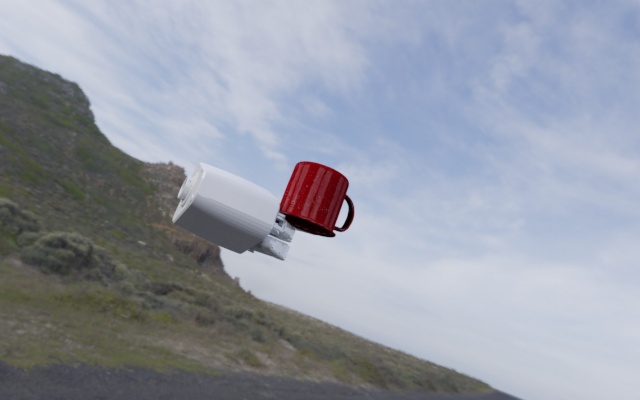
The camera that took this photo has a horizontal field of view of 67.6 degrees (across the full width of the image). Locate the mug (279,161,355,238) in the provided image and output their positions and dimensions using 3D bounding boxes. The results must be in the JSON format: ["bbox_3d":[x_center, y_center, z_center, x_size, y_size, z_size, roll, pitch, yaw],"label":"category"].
[{"bbox_3d":[0.001,0.003,0.669,0.117,0.081,0.093,26,-14,-24],"label":"mug"}]
